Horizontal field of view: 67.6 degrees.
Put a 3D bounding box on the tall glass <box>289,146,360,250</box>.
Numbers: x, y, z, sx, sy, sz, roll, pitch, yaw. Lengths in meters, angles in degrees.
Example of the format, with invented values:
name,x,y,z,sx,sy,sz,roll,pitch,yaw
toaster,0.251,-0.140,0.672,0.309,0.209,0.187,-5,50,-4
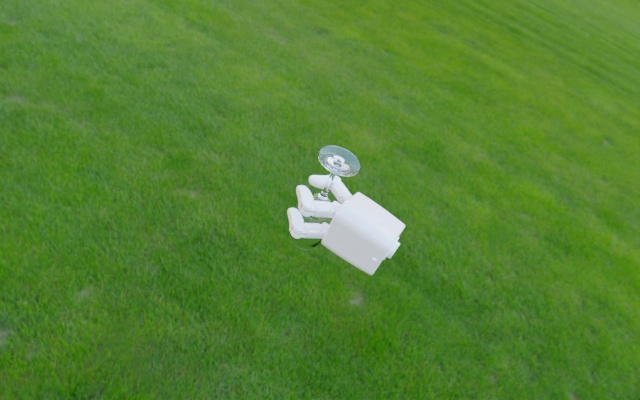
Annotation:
name,x,y,z,sx,sy,sz,roll,pitch,yaw
tall glass,0.000,0.002,0.851,0.079,0.079,0.201,0,-44,-26
